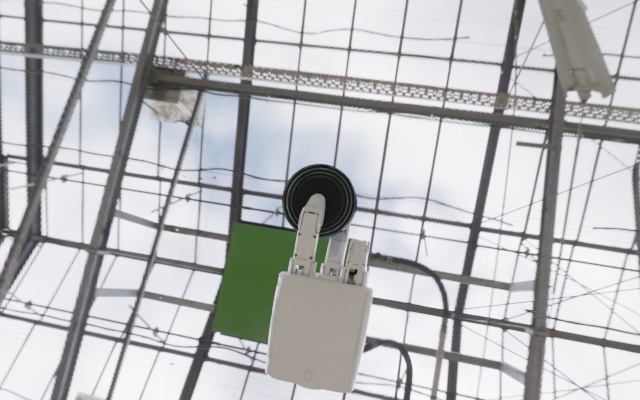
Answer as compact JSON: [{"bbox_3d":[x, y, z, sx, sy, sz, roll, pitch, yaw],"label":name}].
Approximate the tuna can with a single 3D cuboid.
[{"bbox_3d":[0.000,0.002,0.560,0.086,0.086,0.034,0,-6,8],"label":"tuna can"}]
